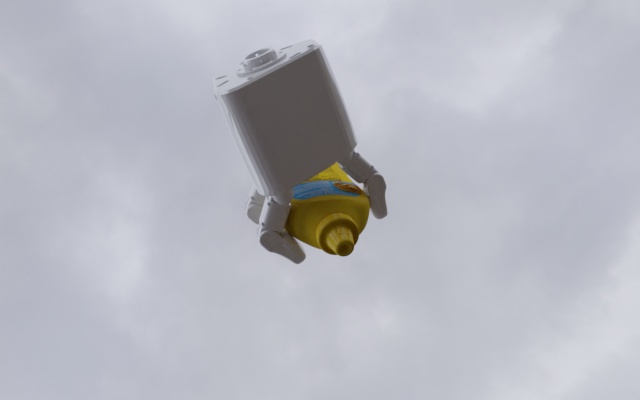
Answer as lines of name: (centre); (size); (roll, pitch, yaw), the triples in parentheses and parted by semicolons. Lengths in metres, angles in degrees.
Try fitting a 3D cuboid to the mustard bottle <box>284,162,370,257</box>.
mustard bottle: (0.000, 0.002, 0.515); (0.096, 0.058, 0.191); (-2, 26, -14)
